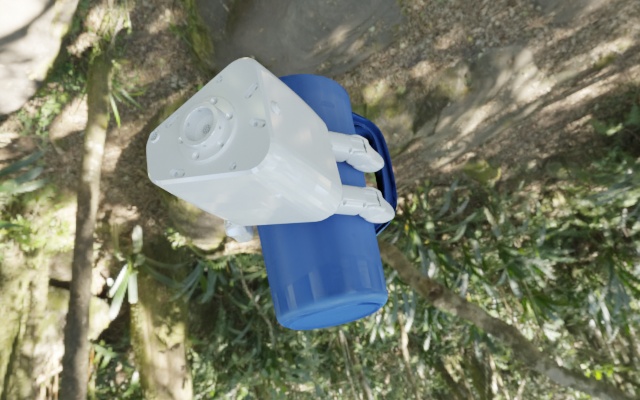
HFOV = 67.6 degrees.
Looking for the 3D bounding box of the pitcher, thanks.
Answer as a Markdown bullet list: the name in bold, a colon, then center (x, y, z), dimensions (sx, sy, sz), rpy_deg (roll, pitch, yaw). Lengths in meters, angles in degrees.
- **pitcher**: center (0.000, 0.002, 0.501), dimensions (0.149, 0.242, 0.145), rpy_deg (-20, -25, 17)
